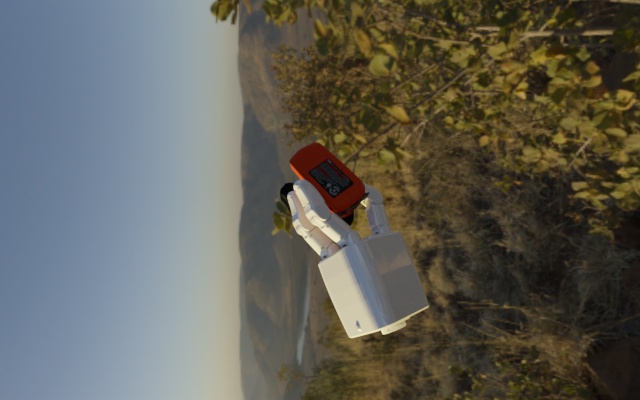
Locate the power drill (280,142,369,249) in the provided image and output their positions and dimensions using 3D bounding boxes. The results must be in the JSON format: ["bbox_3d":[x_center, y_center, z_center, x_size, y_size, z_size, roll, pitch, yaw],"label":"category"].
[{"bbox_3d":[0.000,0.002,0.687,0.057,0.184,0.188,-39,-24,-18],"label":"power drill"}]
